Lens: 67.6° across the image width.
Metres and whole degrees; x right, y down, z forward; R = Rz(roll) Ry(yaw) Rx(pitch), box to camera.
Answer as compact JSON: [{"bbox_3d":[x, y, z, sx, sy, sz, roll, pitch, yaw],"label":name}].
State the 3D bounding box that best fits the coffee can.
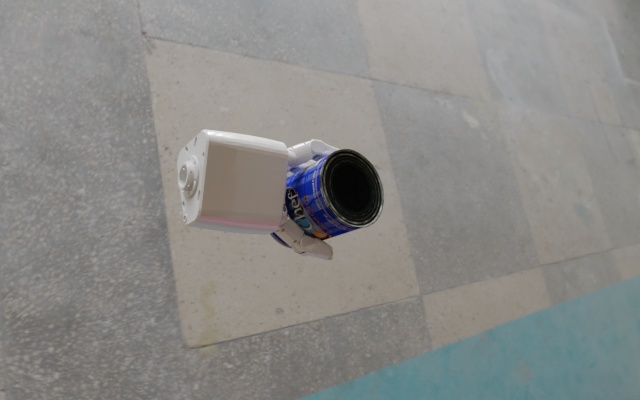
[{"bbox_3d":[0.000,0.002,0.641,0.103,0.102,0.140,0,-15,-38],"label":"coffee can"}]
